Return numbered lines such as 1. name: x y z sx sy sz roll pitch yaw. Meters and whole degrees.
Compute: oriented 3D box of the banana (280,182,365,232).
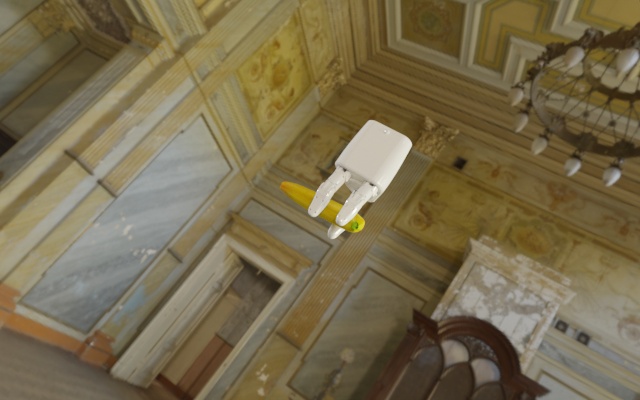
1. banana: 0.011 0.012 0.847 0.197 0.037 0.070 26 -12 39
